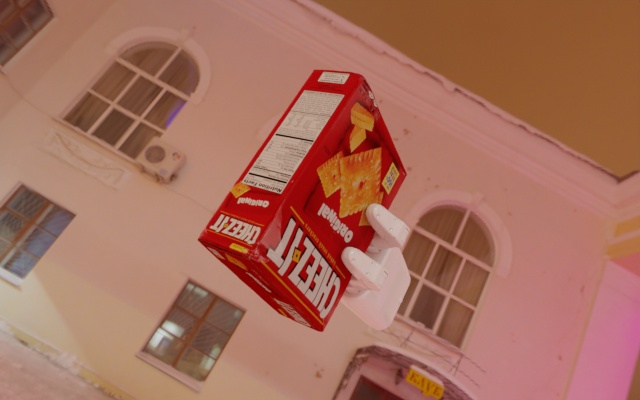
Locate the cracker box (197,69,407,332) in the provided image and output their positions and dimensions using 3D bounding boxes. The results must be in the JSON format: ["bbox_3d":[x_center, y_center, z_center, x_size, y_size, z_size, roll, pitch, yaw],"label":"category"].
[{"bbox_3d":[0.000,0.001,0.488,0.072,0.213,0.164,14,-27,35],"label":"cracker box"}]
